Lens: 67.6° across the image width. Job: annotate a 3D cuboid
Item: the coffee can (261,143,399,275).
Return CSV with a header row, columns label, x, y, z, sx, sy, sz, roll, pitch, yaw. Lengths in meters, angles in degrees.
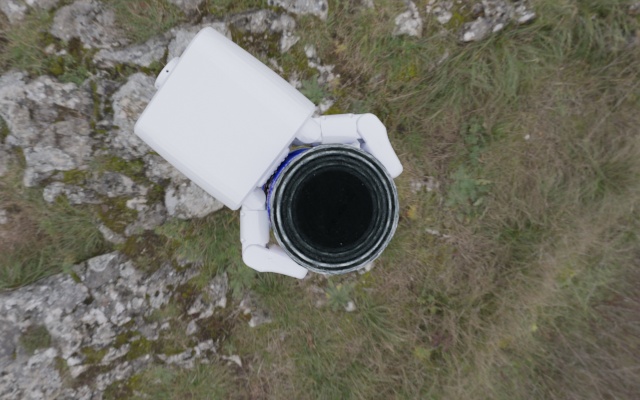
label,x,y,z,sx,sy,sz,roll,pitch,yaw
coffee can,0.000,0.002,0.435,0.103,0.103,0.140,0,5,-10
